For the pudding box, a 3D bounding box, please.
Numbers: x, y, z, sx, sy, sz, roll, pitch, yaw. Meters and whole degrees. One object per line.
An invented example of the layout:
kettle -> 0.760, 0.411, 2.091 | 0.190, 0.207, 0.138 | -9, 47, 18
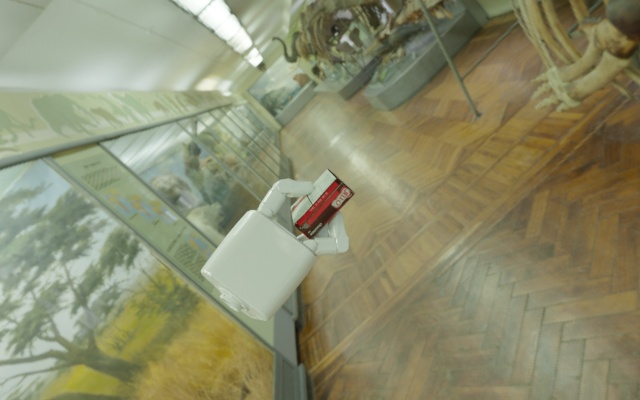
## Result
pudding box -> 0.000, 0.002, 0.694 | 0.039, 0.090, 0.113 | 43, 4, -13
